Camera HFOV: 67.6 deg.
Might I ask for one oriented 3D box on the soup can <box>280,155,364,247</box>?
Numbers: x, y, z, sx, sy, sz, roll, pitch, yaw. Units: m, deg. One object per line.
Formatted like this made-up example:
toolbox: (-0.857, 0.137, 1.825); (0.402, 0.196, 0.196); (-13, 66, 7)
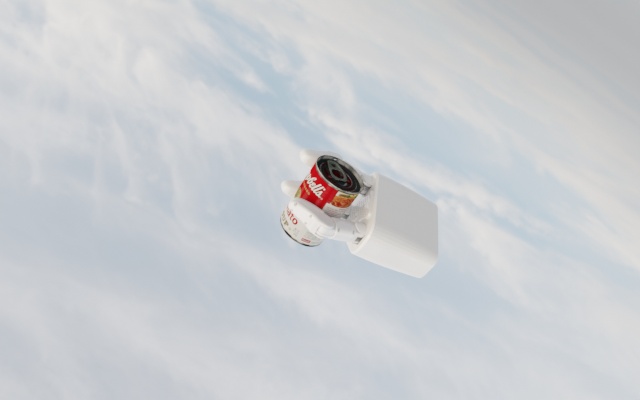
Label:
soup can: (0.000, 0.002, 0.609); (0.068, 0.068, 0.102); (0, -44, -42)
